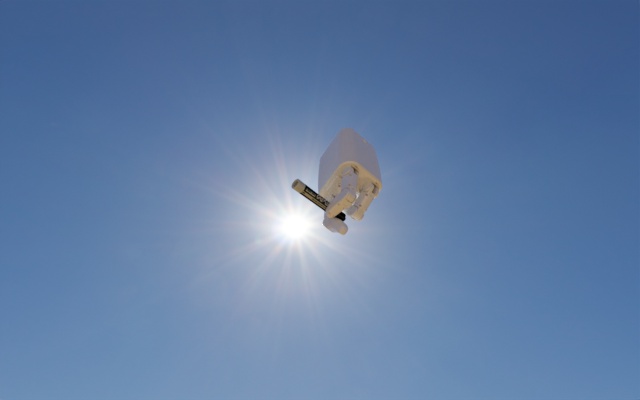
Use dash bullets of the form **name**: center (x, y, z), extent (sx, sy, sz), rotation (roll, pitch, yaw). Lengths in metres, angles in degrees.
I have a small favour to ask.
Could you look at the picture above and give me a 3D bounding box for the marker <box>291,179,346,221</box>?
- **marker**: center (0.000, 0.003, 0.809), extent (0.121, 0.020, 0.020), rotation (36, -21, -31)
